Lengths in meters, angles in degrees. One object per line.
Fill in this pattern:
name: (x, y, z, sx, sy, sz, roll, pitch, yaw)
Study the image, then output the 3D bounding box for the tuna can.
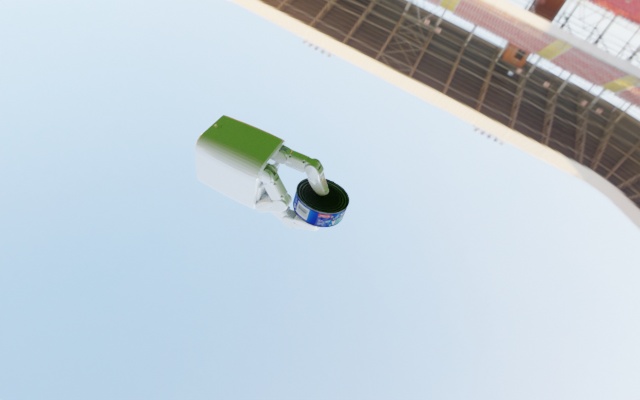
tuna can: (0.000, 0.003, 0.753, 0.086, 0.034, 0.086, 11, 39, -9)
